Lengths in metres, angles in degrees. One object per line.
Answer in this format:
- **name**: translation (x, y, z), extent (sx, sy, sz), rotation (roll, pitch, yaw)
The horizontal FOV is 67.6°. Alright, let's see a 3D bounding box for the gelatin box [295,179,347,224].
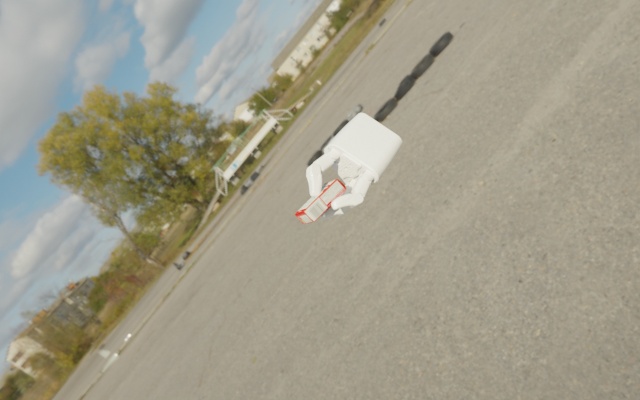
- **gelatin box**: translation (0.000, 0.003, 0.868), extent (0.089, 0.030, 0.073), rotation (-45, 8, -16)
